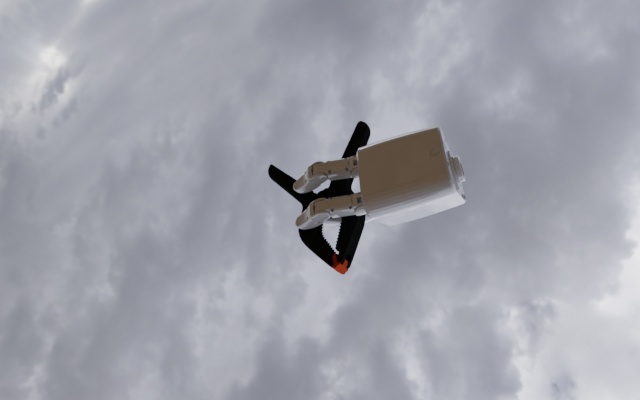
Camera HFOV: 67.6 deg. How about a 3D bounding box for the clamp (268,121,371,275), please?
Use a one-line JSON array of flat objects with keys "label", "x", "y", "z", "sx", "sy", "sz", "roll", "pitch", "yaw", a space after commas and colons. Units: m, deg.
[{"label": "clamp", "x": 0.001, "y": 0.003, "z": 0.645, "sx": 0.164, "sy": 0.209, "sz": 0.036, "roll": -18, "pitch": -33, "yaw": 24}]
